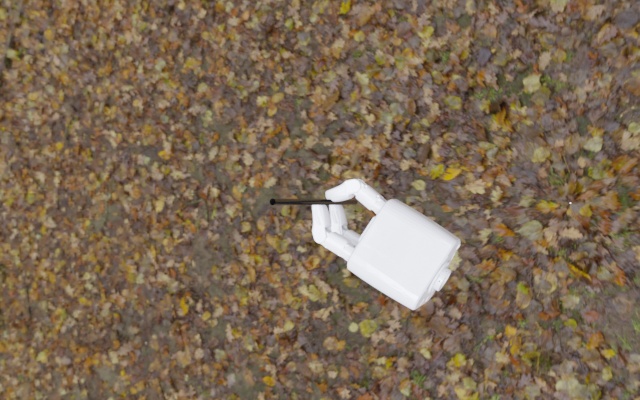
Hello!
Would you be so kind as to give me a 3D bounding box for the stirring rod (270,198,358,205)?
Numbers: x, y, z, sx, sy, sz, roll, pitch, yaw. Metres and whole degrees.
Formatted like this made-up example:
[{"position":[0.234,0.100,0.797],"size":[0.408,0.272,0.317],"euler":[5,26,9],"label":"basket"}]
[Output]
[{"position":[0.000,0.002,0.661],"size":[0.011,0.011,0.239],"euler":[0,0,28],"label":"stirring rod"}]
